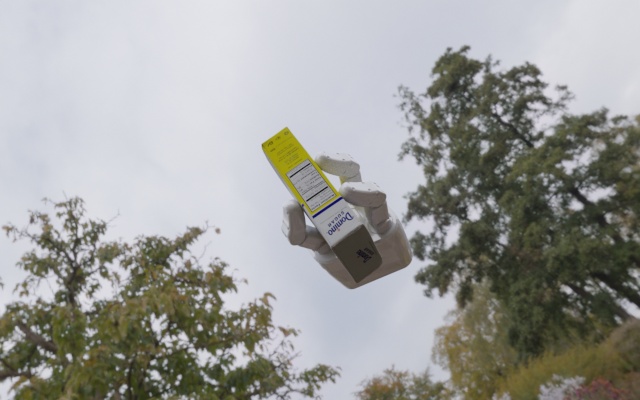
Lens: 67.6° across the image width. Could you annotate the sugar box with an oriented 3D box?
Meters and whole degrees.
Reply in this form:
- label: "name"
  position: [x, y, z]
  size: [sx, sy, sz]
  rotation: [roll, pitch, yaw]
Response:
- label: "sugar box"
  position: [0.001, 0.001, 0.540]
  size: [0.048, 0.176, 0.093]
  rotation: [-37, -37, -3]
